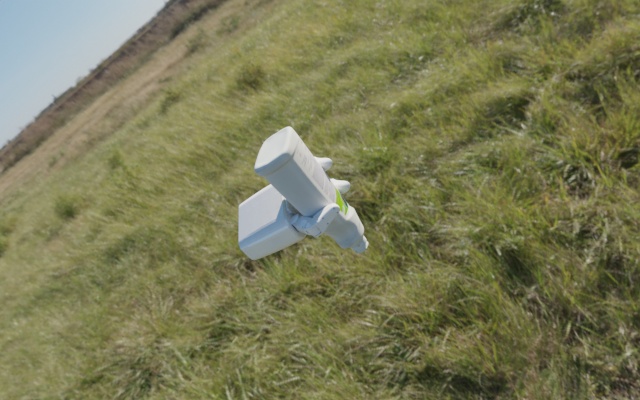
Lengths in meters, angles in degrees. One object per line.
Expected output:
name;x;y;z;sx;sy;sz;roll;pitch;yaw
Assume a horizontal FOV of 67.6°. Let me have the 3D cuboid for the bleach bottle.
bleach bottle;0.000;0.002;0.779;0.068;0.251;0.102;-28;30;23
